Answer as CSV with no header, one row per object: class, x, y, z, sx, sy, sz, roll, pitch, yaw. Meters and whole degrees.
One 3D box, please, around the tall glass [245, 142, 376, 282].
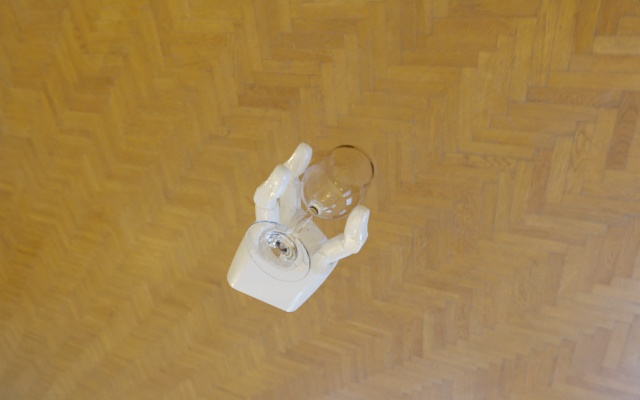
tall glass,0.000,0.002,0.546,0.079,0.079,0.201,0,30,31
